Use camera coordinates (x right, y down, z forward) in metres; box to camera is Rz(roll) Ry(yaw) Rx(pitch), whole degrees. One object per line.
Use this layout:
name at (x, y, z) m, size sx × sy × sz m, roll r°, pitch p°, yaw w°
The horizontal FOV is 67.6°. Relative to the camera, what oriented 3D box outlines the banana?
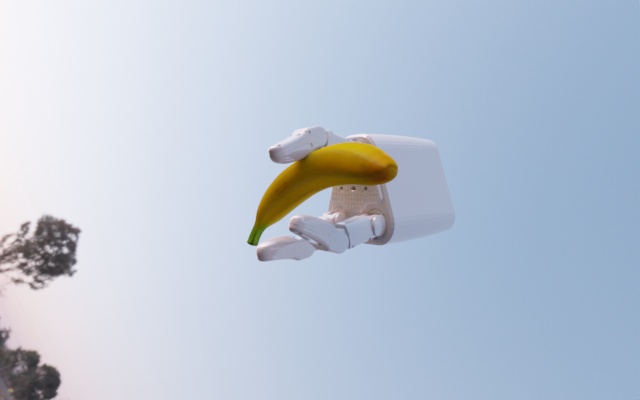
banana at (-0.003, -0.014, 0.440) m, size 0.037 × 0.069 × 0.198 m, roll 16°, pitch -30°, yaw -36°
